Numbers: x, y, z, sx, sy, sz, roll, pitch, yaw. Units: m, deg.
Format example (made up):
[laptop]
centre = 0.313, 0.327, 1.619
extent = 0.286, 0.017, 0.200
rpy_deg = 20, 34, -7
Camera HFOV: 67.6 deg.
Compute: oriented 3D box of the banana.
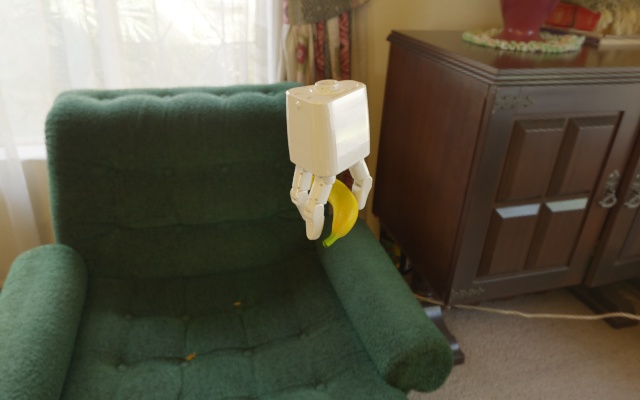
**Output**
[banana]
centre = 0.019, 0.000, 0.758
extent = 0.069, 0.037, 0.197
rpy_deg = -14, 30, -3
